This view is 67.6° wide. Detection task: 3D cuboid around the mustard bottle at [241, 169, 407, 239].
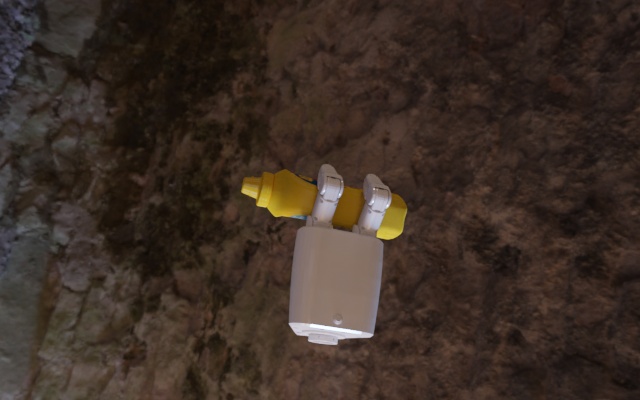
[{"bbox_3d":[0.000,0.002,0.580,0.191,0.058,0.096,12,3,-12],"label":"mustard bottle"}]
